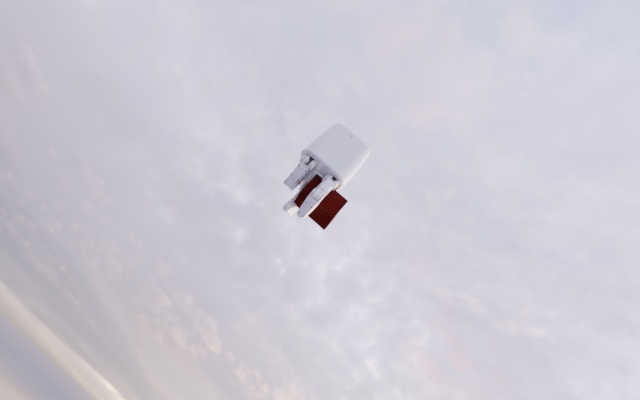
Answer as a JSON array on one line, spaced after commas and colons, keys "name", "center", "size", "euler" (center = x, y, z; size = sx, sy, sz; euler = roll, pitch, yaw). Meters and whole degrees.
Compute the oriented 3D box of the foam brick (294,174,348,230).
[{"name": "foam brick", "center": [0.000, 0.003, 0.870], "size": [0.051, 0.078, 0.053], "euler": [-47, -4, -35]}]
